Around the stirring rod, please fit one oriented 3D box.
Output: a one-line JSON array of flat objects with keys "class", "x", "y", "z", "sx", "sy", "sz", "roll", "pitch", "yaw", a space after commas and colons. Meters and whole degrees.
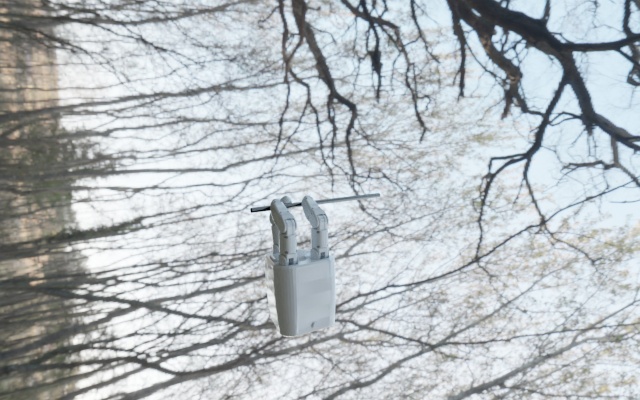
[{"class": "stirring rod", "x": 0.000, "y": 0.003, "z": 0.756, "sx": 0.239, "sy": 0.011, "sz": 0.011, "roll": -7, "pitch": 4, "yaw": -33}]
